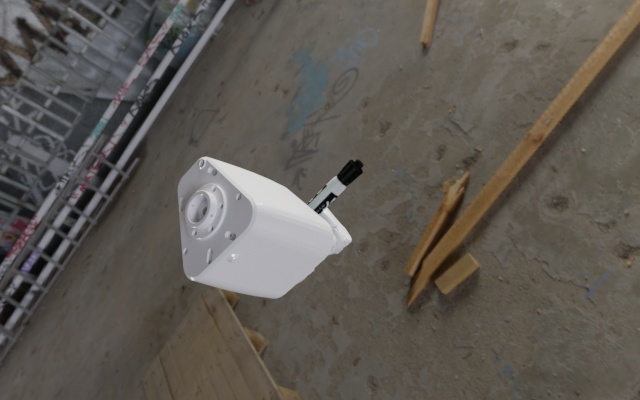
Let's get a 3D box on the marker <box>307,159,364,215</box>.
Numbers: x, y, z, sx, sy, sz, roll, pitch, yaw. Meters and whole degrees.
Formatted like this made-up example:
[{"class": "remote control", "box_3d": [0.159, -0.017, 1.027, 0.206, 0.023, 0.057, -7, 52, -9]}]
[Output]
[{"class": "marker", "box_3d": [0.000, 0.002, 0.504, 0.121, 0.020, 0.020, -45, -16, 17]}]
